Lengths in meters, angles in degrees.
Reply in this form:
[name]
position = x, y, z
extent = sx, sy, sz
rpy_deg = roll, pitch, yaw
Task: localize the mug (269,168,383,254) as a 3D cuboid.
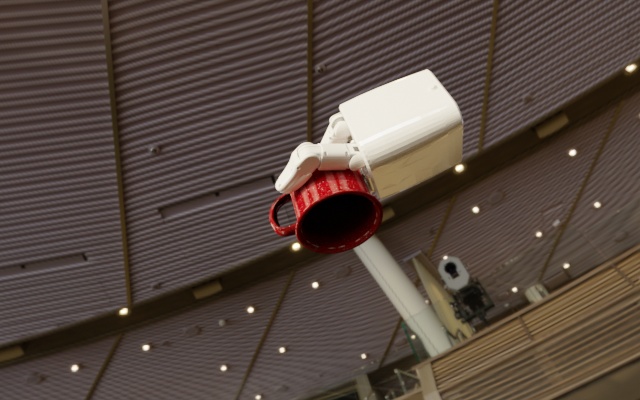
[mug]
position = -0.001, 0.002, 0.519
extent = 0.117, 0.081, 0.093
rpy_deg = -23, -44, 4
